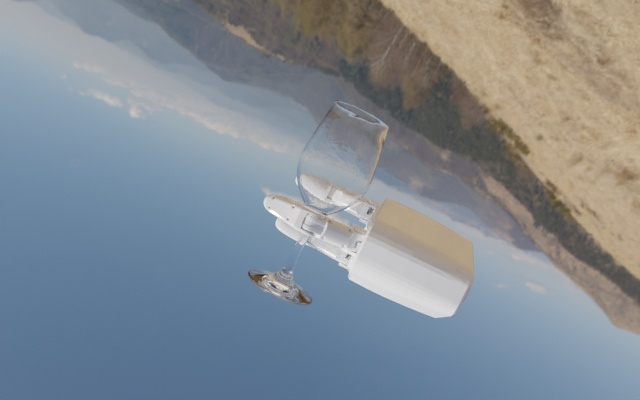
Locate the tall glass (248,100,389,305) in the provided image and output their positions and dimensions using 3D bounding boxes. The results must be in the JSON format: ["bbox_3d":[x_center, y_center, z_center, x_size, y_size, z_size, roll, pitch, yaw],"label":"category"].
[{"bbox_3d":[0.000,0.002,0.493,0.079,0.201,0.079,25,5,-2],"label":"tall glass"}]
